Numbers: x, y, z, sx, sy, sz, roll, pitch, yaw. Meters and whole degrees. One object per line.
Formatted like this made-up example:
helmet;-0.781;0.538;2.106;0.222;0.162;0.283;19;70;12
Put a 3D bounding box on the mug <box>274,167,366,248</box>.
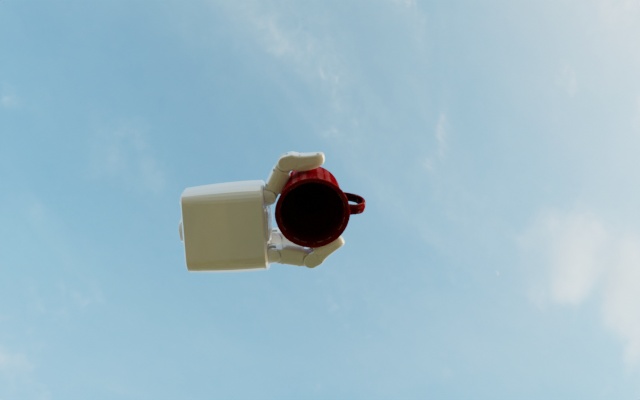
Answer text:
mug;0.002;0.002;0.623;0.117;0.093;0.081;-2;21;-3
